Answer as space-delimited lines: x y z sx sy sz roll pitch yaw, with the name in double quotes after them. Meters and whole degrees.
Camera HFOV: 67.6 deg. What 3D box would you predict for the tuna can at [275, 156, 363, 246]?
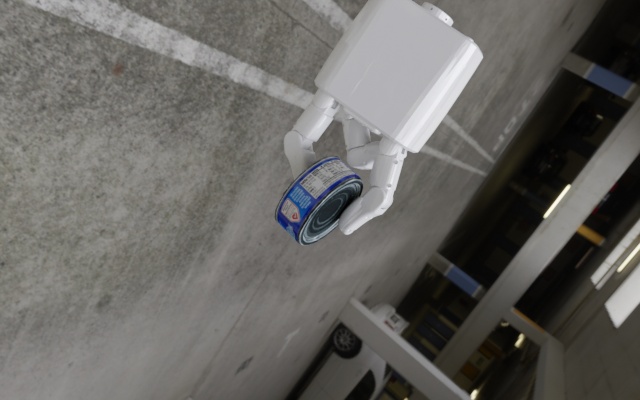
0.000 0.002 0.450 0.033 0.086 0.086 44 18 20 "tuna can"
